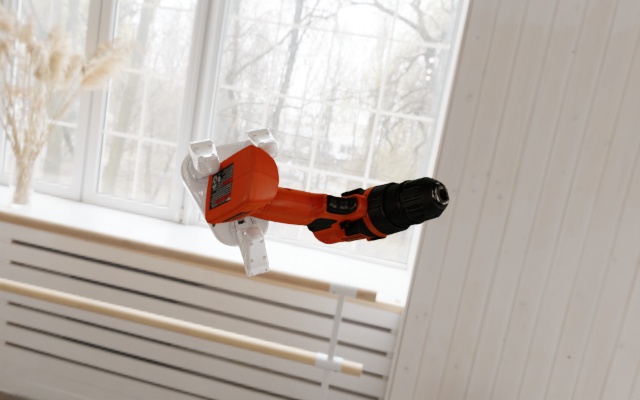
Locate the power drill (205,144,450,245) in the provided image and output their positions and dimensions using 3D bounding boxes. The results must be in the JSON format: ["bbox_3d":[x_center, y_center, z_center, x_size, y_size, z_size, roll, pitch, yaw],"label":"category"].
[{"bbox_3d":[0.000,0.001,0.455,0.188,0.057,0.184,14,-22,-33],"label":"power drill"}]
